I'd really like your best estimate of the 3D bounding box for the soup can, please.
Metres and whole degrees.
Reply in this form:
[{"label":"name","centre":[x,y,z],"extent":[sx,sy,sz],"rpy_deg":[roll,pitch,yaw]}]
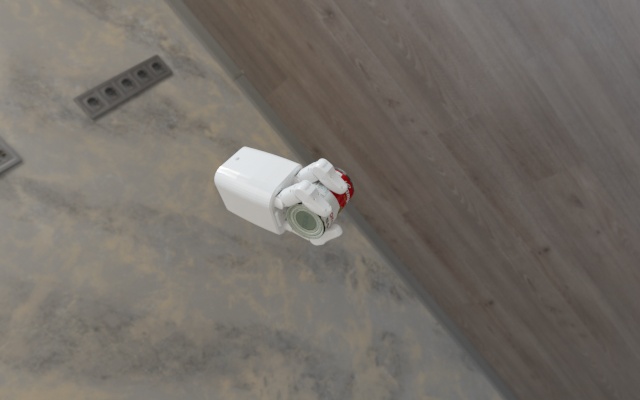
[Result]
[{"label":"soup can","centre":[0.000,0.003,0.733],"extent":[0.068,0.068,0.102],"rpy_deg":[0,35,35]}]
